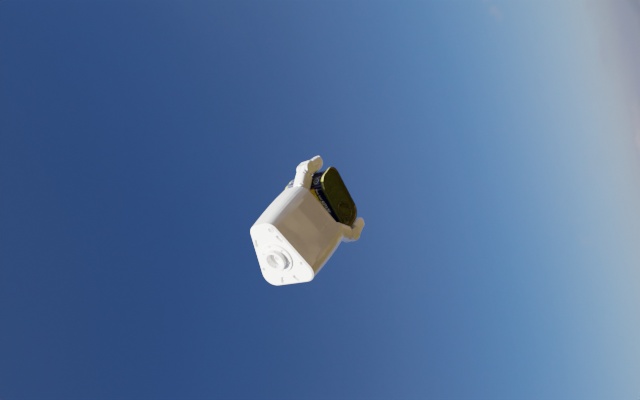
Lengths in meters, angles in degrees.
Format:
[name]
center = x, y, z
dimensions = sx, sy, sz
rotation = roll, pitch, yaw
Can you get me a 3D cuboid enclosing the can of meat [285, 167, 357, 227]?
[can of meat]
center = 0.000, 0.003, 0.804
dimensions = 0.084, 0.102, 0.057
rotation = -14, 26, 34
